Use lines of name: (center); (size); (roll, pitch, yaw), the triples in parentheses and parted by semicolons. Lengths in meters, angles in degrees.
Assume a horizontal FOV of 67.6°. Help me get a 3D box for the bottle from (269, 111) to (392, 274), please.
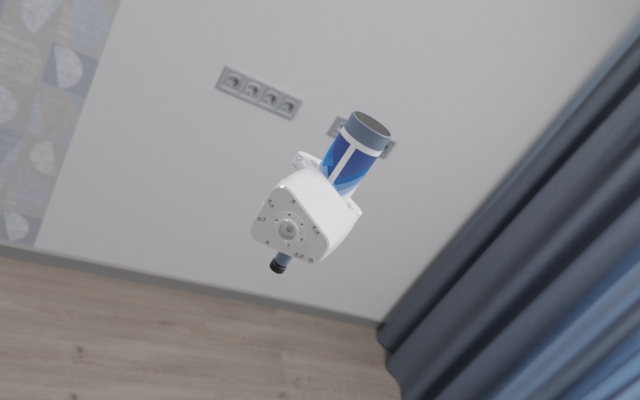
bottle: (0.000, 0.002, 0.741); (0.069, 0.296, 0.069); (27, 25, -14)
